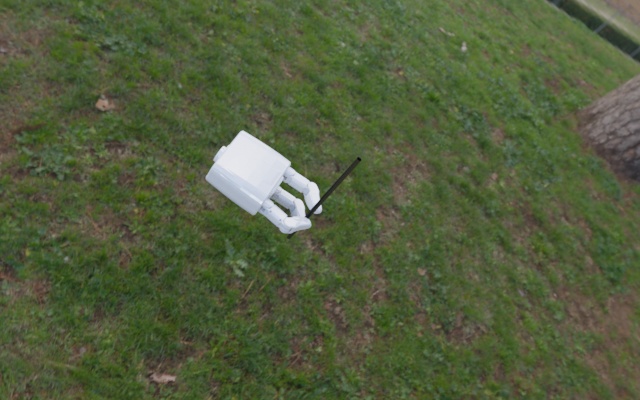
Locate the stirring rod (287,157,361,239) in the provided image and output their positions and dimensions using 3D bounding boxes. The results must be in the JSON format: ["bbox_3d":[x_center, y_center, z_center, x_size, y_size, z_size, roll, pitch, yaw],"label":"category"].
[{"bbox_3d":[0.000,0.003,0.820,0.011,0.011,0.240,0,-34,-37],"label":"stirring rod"}]
